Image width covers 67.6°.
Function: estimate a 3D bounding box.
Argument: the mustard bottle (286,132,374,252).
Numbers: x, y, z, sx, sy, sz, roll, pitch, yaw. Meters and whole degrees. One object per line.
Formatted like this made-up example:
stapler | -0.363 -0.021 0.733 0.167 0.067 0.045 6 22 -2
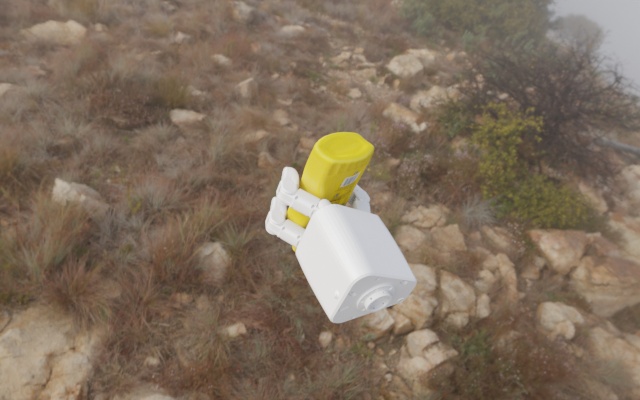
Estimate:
mustard bottle | 0.000 0.002 0.642 0.058 0.192 0.096 41 39 20
